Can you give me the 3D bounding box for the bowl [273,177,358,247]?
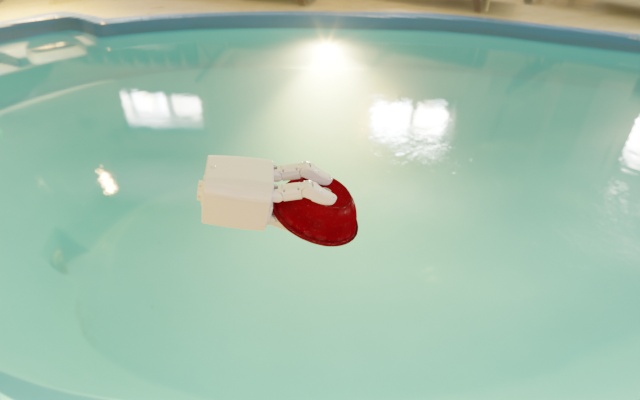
[{"bbox_3d":[0.001,0.002,0.808,0.162,0.055,0.162,18,34,-12],"label":"bowl"}]
